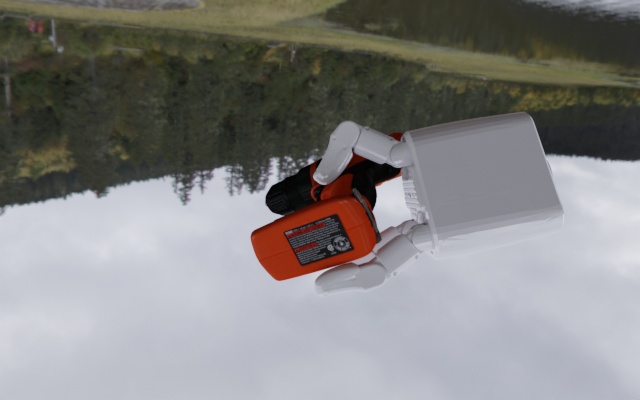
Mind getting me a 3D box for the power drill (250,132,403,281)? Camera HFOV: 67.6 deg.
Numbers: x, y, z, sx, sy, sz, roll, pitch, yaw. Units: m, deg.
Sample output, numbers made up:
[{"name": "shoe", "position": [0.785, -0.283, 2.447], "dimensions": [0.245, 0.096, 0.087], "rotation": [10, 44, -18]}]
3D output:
[{"name": "power drill", "position": [0.000, 0.002, 0.473], "dimensions": [0.184, 0.057, 0.187], "rotation": [-22, 18, 23]}]
